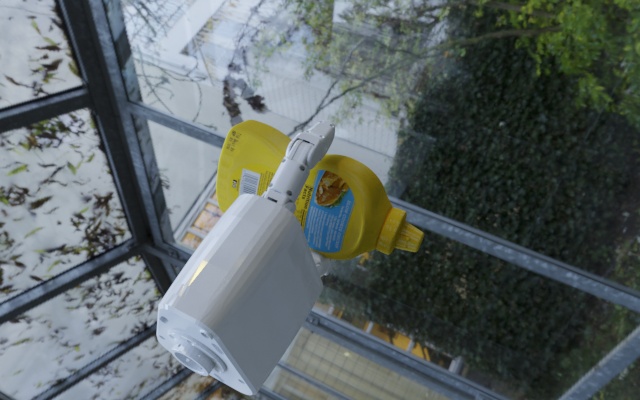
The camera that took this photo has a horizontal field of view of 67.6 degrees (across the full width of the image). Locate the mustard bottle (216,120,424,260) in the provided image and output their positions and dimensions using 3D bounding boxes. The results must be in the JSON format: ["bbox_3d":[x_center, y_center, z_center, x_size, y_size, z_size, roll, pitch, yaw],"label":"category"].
[{"bbox_3d":[0.000,0.001,0.433,0.191,0.096,0.058,23,29,15],"label":"mustard bottle"}]
